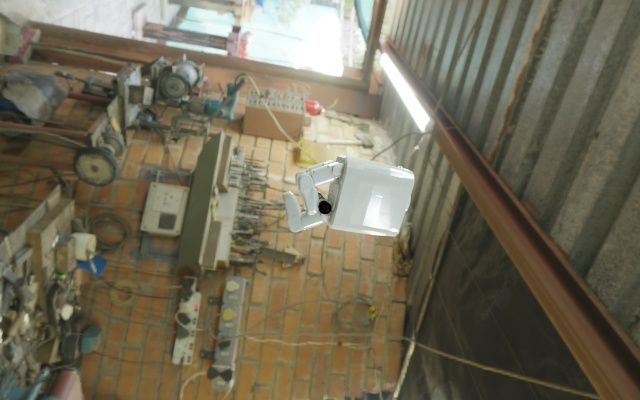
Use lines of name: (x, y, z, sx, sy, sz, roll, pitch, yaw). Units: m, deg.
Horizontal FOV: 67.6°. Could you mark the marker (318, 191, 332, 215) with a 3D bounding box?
marker: (0.000, 0.002, 0.732, 0.020, 0.020, 0.121, 0, 9, -7)
